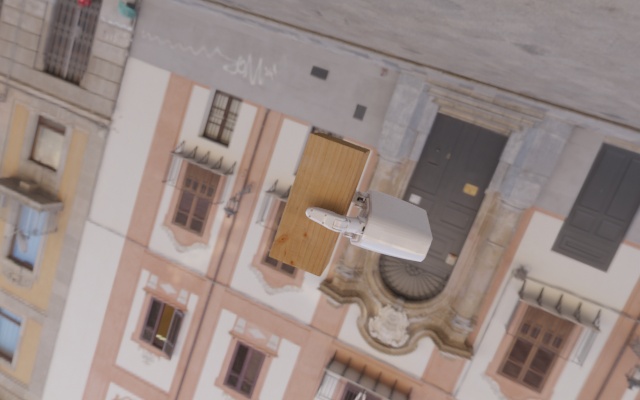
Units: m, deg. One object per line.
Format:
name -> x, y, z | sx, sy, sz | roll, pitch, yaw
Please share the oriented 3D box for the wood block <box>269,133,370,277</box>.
wood block -> 0.000, 0.003, 0.768 | 0.090, 0.206, 0.091 | 21, 11, 7
